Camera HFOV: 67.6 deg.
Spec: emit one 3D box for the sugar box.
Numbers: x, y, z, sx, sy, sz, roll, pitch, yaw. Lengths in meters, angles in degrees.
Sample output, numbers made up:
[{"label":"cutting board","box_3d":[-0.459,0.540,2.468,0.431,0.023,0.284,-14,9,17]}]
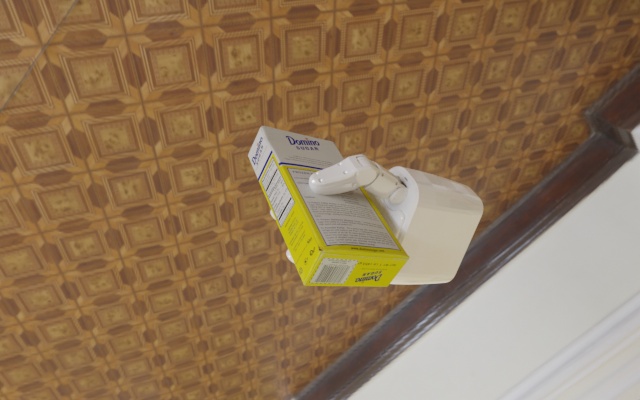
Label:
[{"label":"sugar box","box_3d":[0.000,0.002,0.452,0.093,0.048,0.176,8,34,-33]}]
